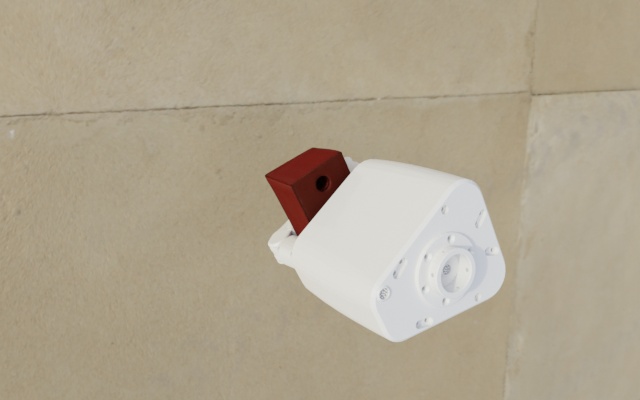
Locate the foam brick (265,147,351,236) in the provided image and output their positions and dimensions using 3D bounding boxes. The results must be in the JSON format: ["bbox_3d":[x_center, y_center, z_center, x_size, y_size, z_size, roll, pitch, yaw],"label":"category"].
[{"bbox_3d":[0.000,0.001,0.402,0.053,0.078,0.051,-35,23,-19],"label":"foam brick"}]
